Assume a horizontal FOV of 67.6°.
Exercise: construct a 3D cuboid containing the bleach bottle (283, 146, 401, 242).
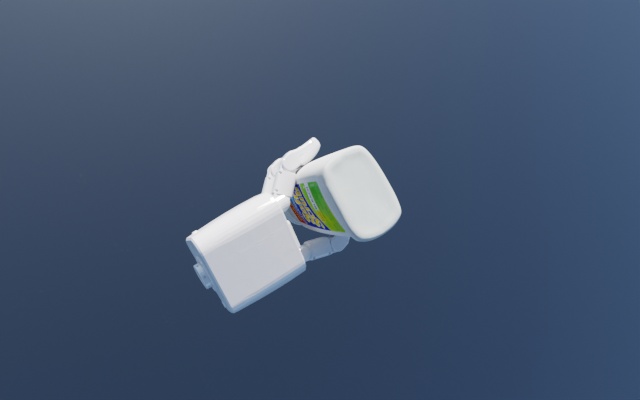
[{"bbox_3d":[0.000,0.002,0.611,0.068,0.102,0.251,-32,6,-21],"label":"bleach bottle"}]
